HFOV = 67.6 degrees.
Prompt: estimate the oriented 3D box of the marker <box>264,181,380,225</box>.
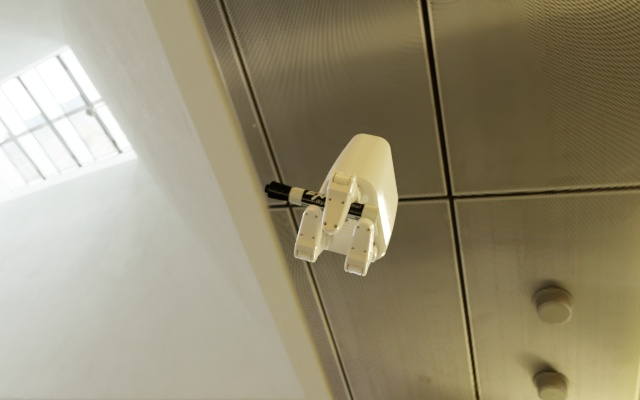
[{"bbox_3d":[0.000,0.002,0.491,0.121,0.020,0.020,14,3,11],"label":"marker"}]
